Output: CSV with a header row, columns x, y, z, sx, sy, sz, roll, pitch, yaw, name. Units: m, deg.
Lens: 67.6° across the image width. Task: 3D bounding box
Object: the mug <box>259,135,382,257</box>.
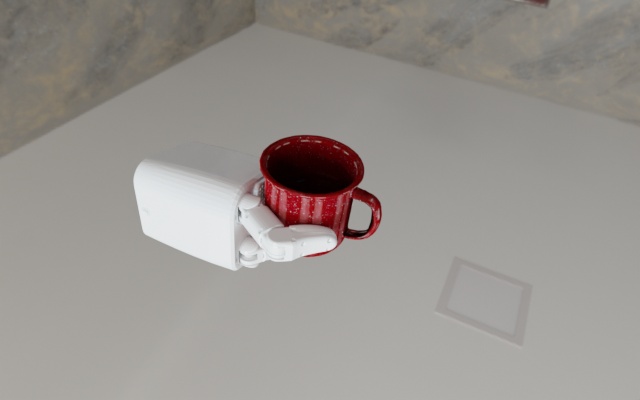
x,y,z,sx,sy,sz,roll,pitch,yaw,name
0.001,0.002,0.443,0.117,0.082,0.093,18,41,13,mug
